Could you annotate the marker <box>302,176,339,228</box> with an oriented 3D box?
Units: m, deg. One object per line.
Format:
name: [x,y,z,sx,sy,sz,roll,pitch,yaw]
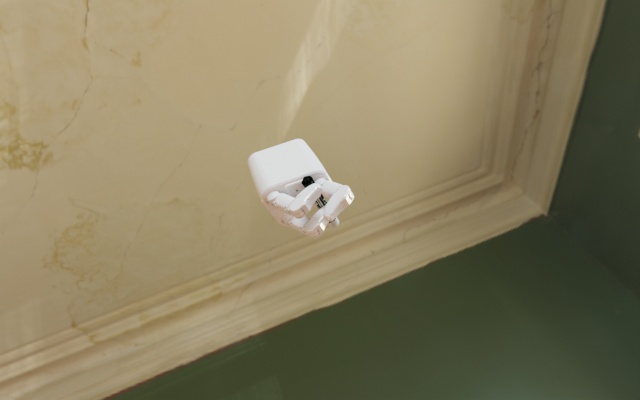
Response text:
marker: [0.000,0.003,0.760,0.020,0.020,0.121,0,-37,28]
